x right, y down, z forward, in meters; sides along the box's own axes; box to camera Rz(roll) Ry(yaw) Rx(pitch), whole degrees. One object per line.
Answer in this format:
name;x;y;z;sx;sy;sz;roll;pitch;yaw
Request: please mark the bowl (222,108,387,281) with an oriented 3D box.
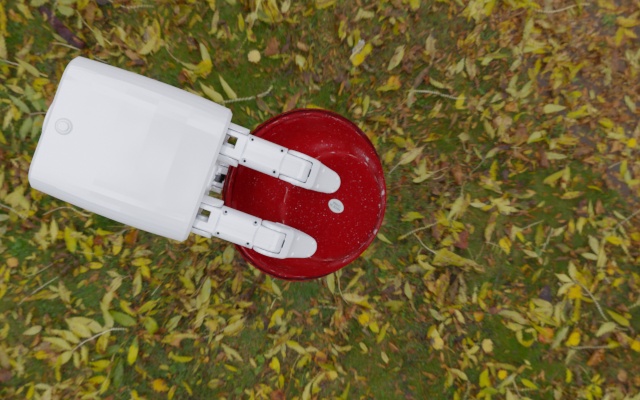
bowl;0.001;0.002;0.417;0.162;0.162;0.055;0;10;-25
